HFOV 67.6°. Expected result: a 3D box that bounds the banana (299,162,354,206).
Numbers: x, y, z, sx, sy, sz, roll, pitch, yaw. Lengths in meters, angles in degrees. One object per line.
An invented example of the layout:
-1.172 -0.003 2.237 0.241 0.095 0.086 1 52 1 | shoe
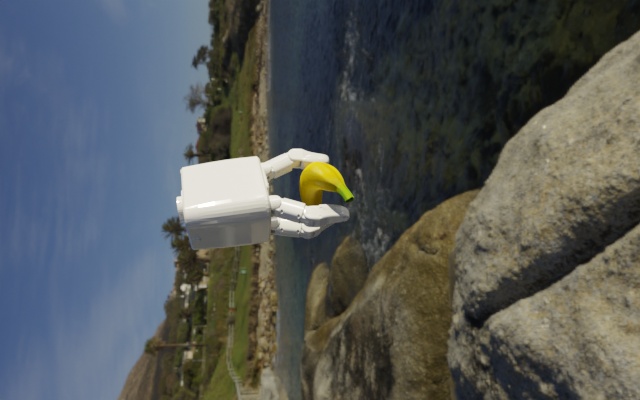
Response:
-0.005 -0.016 0.673 0.037 0.069 0.198 -17 -3 -14 | banana
